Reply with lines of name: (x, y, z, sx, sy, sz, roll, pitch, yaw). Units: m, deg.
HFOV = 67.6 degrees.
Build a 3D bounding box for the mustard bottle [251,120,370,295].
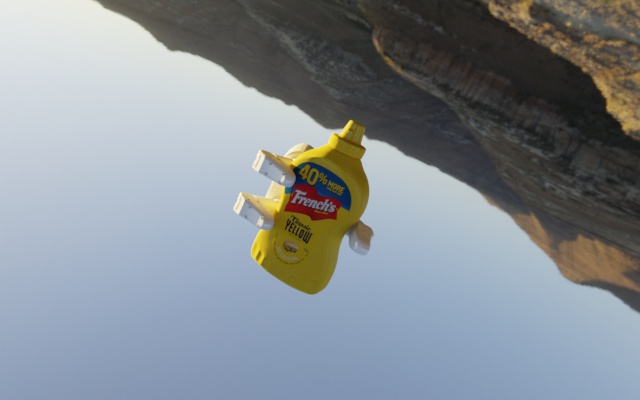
mustard bottle: (0.000, 0.002, 0.530, 0.096, 0.192, 0.058, 31, 15, 20)
